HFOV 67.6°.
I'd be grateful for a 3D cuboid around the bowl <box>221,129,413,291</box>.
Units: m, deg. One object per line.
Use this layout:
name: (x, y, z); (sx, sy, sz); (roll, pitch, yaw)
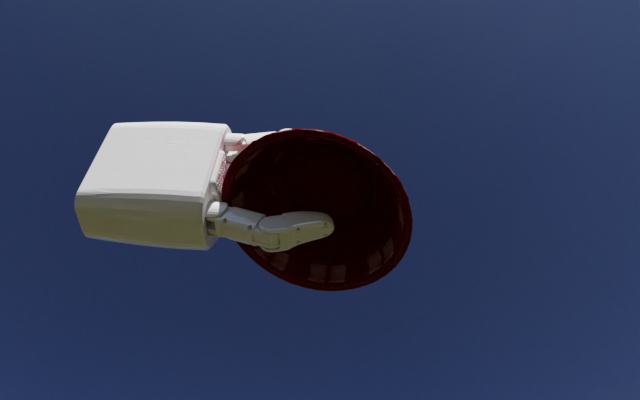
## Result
bowl: (0.001, 0.002, 0.414); (0.162, 0.162, 0.055); (0, 33, 16)
